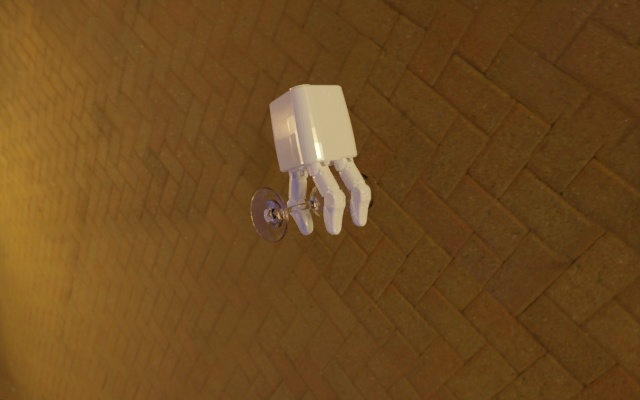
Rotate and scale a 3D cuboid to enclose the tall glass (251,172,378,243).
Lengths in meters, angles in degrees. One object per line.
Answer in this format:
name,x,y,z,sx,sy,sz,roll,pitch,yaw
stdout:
tall glass,0.000,0.003,0.698,0.079,0.079,0.201,0,9,45
